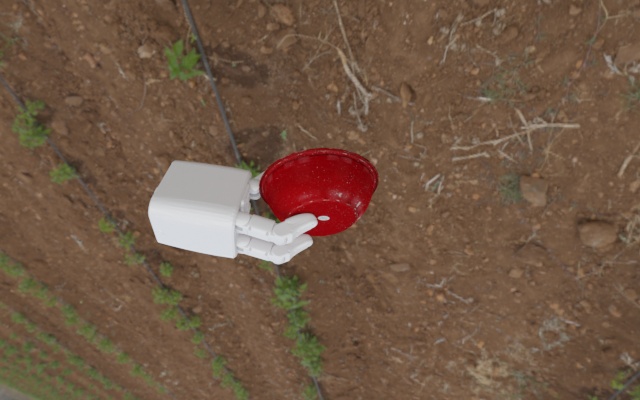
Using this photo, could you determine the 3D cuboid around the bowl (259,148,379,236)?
[{"bbox_3d":[0.001,0.002,0.629,0.162,0.055,0.162,-4,-33,-3],"label":"bowl"}]
